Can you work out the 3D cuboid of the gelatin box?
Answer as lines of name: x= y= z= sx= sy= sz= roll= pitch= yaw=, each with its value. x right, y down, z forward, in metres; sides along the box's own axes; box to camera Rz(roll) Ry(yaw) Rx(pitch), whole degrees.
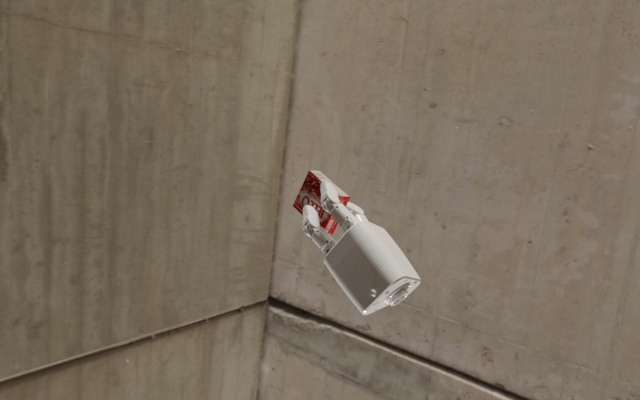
gelatin box: x=0.000 y=0.002 z=0.797 sx=0.030 sy=0.073 sz=0.089 roll=3 pitch=30 yaw=-46
